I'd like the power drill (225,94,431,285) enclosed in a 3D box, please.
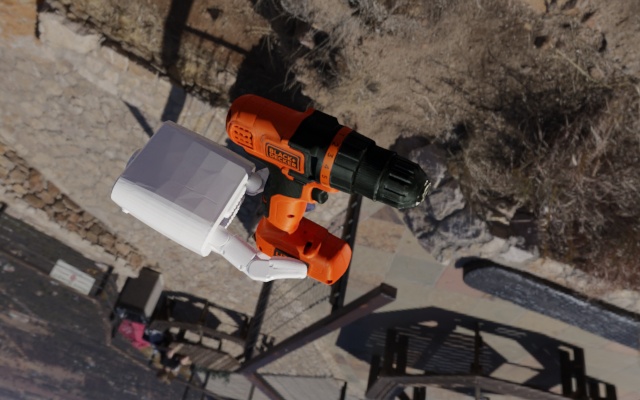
[{"bbox_3d":[0.000,0.002,0.454,0.184,0.188,0.057,26,52,17],"label":"power drill"}]
